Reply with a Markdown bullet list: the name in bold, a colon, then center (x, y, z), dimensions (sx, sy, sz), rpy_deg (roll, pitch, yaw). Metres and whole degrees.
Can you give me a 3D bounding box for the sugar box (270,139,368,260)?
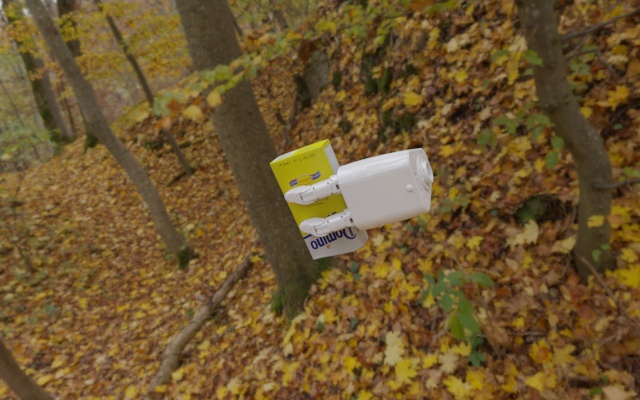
- **sugar box**: center (0.000, 0.003, 0.746), dimensions (0.093, 0.176, 0.048), rpy_deg (-16, 17, 25)
